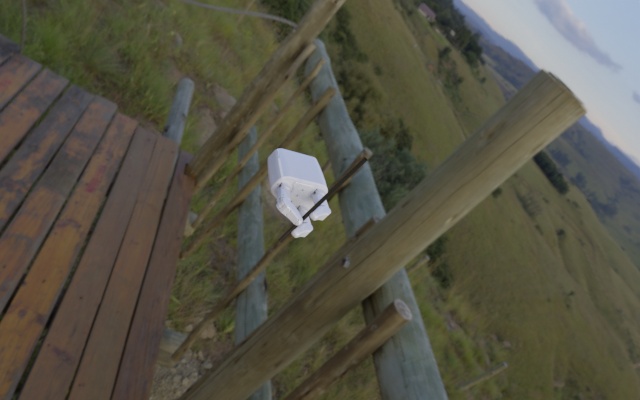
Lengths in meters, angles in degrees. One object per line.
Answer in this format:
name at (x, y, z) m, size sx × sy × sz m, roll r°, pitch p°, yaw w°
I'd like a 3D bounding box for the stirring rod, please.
stirring rod at (0.000, 0.003, 0.886) m, size 0.239 × 0.011 × 0.011 m, roll -44°, pitch -21°, yaw 24°
